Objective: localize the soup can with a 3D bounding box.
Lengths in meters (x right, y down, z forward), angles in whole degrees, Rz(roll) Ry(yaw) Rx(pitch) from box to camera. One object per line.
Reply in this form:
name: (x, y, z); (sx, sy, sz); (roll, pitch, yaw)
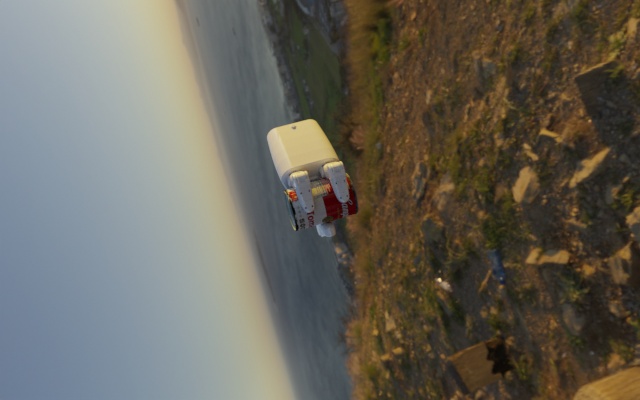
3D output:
soup can: (0.000, 0.003, 0.748); (0.102, 0.068, 0.068); (-16, 3, -10)
